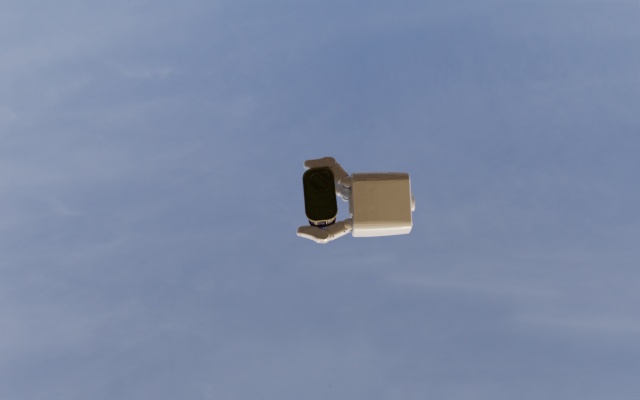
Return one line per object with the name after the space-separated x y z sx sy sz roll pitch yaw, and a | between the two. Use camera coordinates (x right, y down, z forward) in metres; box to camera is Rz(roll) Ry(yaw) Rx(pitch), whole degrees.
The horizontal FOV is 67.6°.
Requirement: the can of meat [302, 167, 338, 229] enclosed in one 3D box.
0.000 0.003 0.879 0.057 0.102 0.084 -6 -21 0 | can of meat
